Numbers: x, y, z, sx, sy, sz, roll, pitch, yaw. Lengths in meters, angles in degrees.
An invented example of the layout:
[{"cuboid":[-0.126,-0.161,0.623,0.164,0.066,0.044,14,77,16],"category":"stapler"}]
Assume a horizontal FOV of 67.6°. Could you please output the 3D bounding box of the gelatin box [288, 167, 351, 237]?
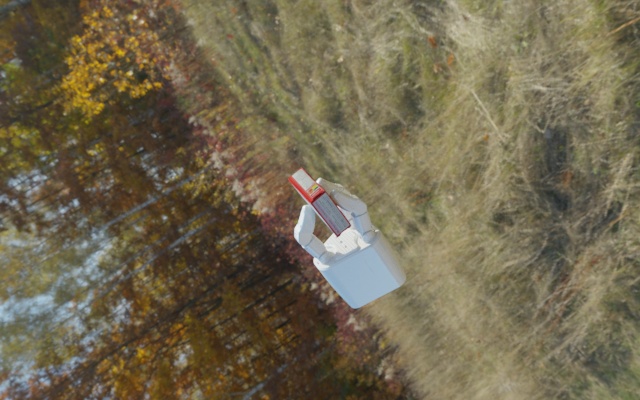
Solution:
[{"cuboid":[0.000,0.002,0.688,0.089,0.030,0.073,51,-3,-42],"category":"gelatin box"}]
